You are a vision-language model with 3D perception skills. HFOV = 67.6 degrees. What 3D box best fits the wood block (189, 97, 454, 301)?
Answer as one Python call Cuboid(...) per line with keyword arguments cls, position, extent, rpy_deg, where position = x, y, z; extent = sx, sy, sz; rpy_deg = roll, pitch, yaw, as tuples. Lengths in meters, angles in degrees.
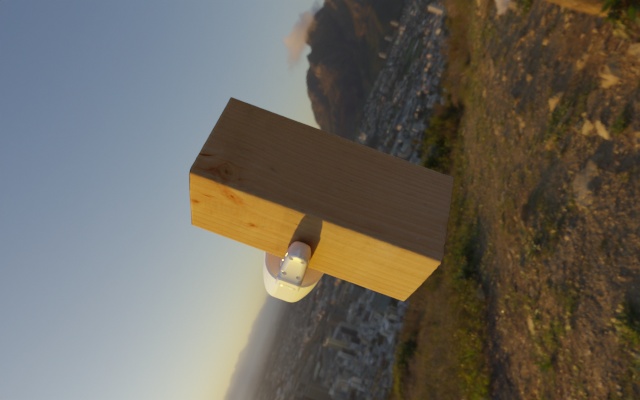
Cuboid(cls="wood block", position=(0.000, 0.002, 0.423), extent=(0.206, 0.090, 0.090), rpy_deg=(19, -34, -1))
